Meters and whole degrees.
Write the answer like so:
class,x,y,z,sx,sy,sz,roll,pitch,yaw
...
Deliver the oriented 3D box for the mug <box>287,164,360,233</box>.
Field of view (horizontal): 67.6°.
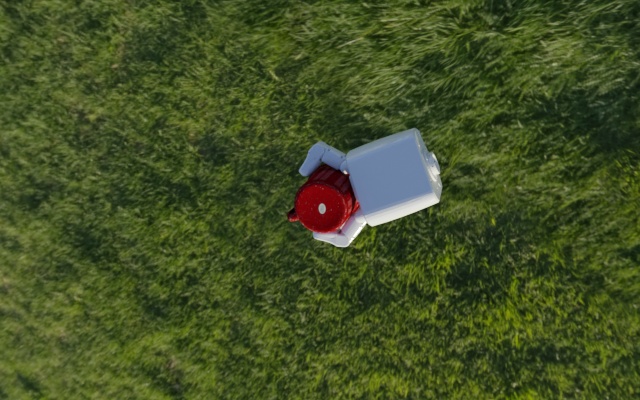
class,x,y,z,sx,sy,sz,roll,pitch,yaw
mug,-0.001,0.003,0.716,0.117,0.093,0.081,-21,11,22
